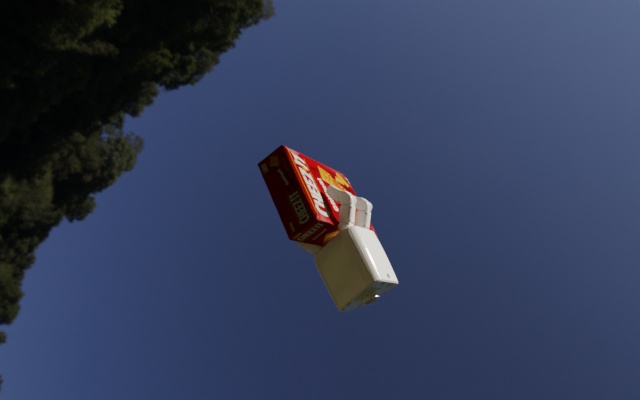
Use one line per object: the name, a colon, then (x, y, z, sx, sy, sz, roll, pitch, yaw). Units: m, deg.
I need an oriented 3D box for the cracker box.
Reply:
cracker box: (0.000, 0.003, 0.886, 0.072, 0.164, 0.214, -37, -30, 21)
